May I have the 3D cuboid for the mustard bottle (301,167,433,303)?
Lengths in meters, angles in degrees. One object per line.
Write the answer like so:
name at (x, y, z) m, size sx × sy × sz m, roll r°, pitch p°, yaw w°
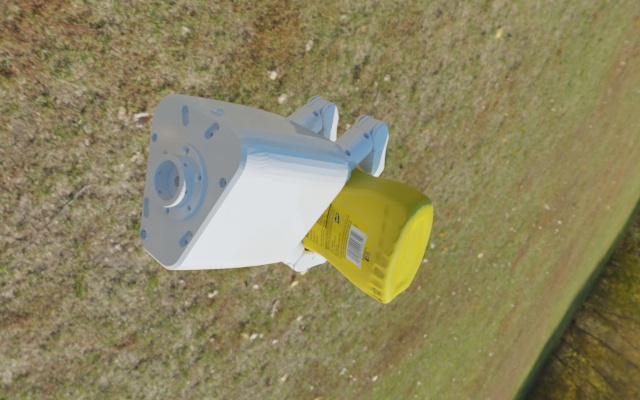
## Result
mustard bottle at (0.000, 0.001, 0.418) m, size 0.191 × 0.096 × 0.058 m, roll 31°, pitch 40°, yaw 31°
